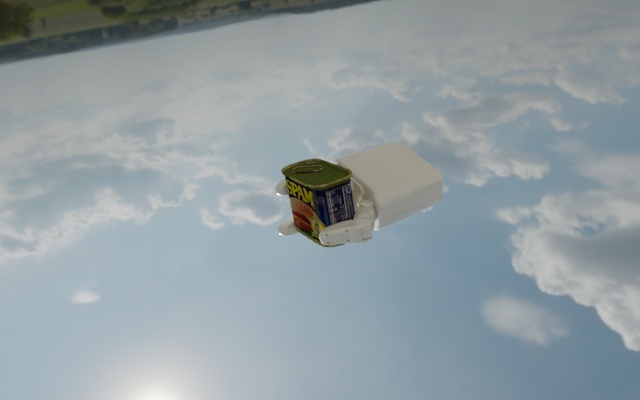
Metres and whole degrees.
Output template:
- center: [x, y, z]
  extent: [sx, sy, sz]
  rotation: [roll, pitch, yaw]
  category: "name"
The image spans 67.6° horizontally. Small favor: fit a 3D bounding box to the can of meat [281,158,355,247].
- center: [0.000, 0.002, 0.589]
  extent: [0.057, 0.084, 0.102]
  rotation: [-21, 25, -25]
  category: "can of meat"
